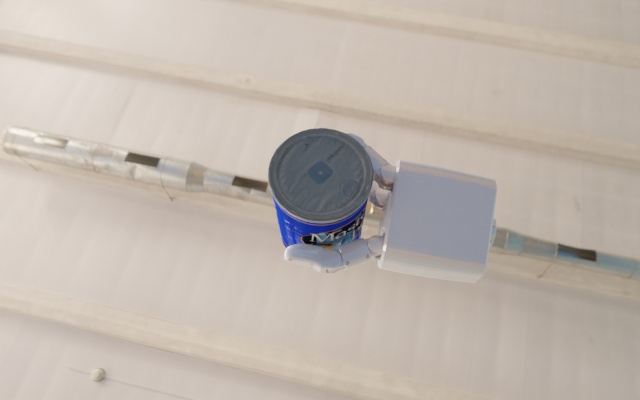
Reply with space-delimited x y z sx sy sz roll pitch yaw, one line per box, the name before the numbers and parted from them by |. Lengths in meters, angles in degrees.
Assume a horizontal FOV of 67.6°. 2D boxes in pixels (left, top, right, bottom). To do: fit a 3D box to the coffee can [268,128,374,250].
coffee can | 0.000 0.002 0.524 0.103 0.102 0.140 0 -25 0
